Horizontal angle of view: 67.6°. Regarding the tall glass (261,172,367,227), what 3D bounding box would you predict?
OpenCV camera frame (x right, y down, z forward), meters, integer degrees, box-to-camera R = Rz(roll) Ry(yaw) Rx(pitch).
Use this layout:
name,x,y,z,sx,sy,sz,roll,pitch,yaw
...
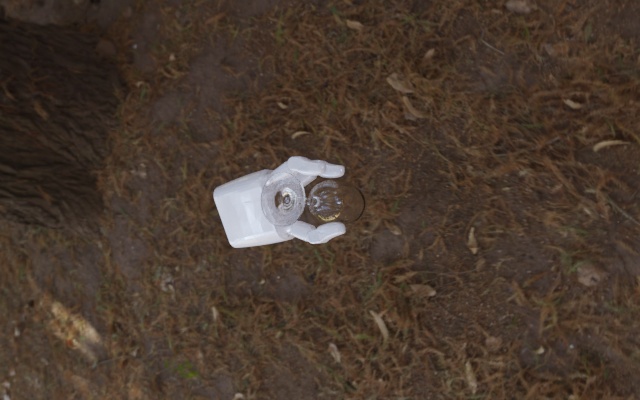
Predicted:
name,x,y,z,sx,sy,sz,roll,pitch,yaw
tall glass,0.000,0.002,0.726,0.079,0.079,0.201,0,-2,32
